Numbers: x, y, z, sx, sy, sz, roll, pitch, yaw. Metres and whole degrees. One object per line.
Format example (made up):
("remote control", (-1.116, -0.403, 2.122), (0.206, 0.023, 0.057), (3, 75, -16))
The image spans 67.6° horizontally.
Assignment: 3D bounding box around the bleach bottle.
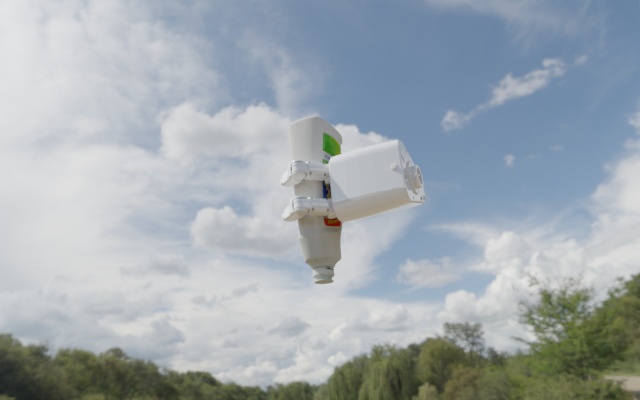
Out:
("bleach bottle", (0.000, 0.002, 0.730), (0.068, 0.250, 0.102), (-15, -24, 24))
